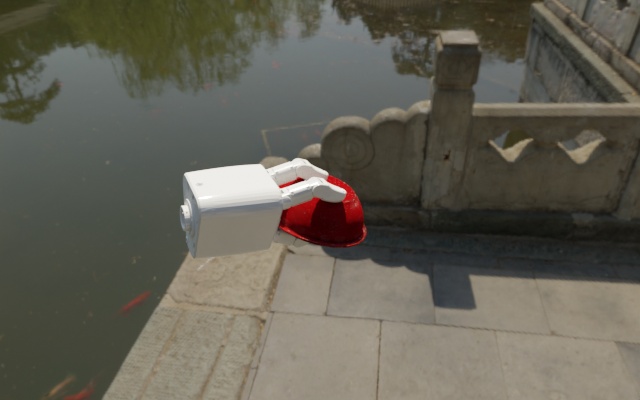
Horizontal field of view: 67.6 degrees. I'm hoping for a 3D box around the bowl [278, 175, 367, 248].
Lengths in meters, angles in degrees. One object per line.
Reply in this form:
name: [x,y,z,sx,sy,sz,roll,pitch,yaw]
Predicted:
bowl: [0.001,0.002,0.707,0.162,0.055,0.162,16,24,-8]
